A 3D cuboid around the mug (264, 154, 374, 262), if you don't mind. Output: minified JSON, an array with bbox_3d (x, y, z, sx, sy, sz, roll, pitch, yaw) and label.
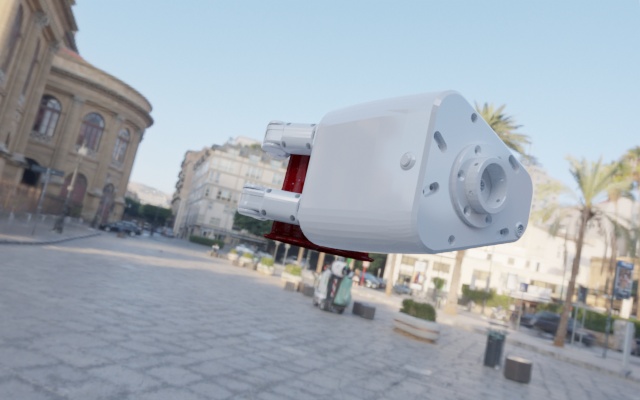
[{"bbox_3d":[-0.001,0.001,0.410,0.093,0.081,0.117,18,-9,-35],"label":"mug"}]
